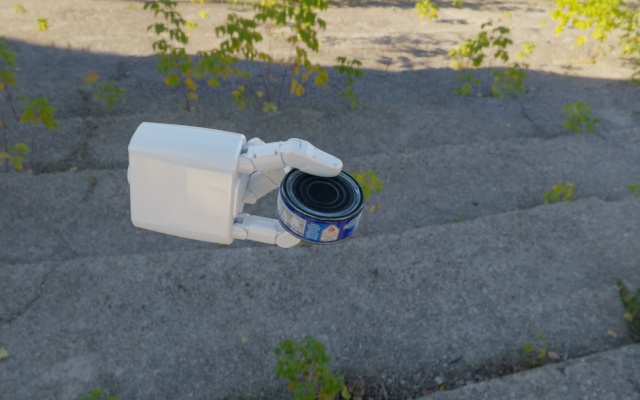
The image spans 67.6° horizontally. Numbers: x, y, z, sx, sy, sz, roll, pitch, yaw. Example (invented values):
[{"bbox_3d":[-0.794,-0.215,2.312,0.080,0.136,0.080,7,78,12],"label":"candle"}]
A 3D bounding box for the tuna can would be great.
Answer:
[{"bbox_3d":[0.000,0.001,0.474,0.086,0.034,0.086,8,42,-7],"label":"tuna can"}]
